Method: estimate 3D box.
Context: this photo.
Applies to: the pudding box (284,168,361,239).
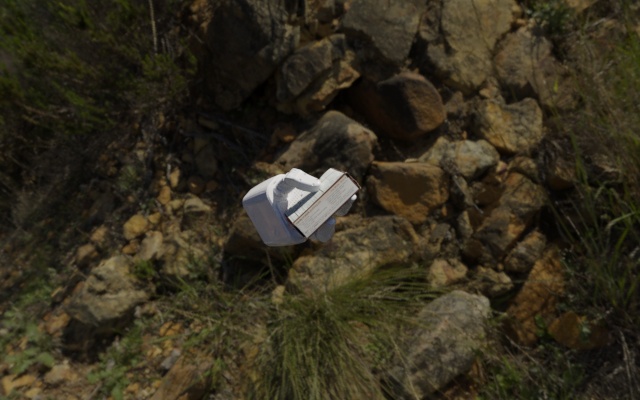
[{"bbox_3d":[0.000,0.002,0.731,0.039,0.113,0.090,45,-3,-15],"label":"pudding box"}]
